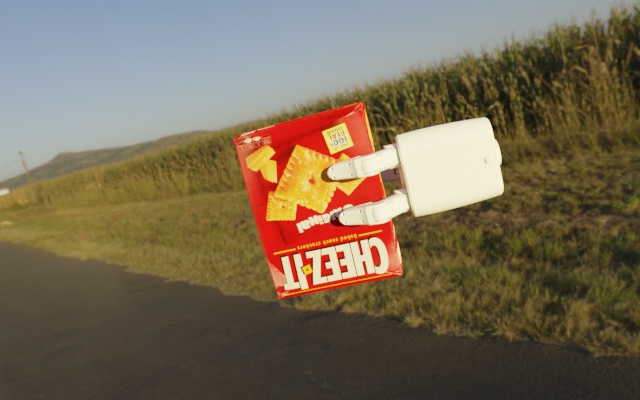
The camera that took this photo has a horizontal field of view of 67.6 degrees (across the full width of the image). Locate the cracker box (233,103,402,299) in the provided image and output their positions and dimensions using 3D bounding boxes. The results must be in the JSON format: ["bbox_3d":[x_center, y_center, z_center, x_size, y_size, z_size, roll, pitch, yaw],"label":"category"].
[{"bbox_3d":[0.000,0.002,0.598,0.164,0.214,0.072,-13,8,11],"label":"cracker box"}]
